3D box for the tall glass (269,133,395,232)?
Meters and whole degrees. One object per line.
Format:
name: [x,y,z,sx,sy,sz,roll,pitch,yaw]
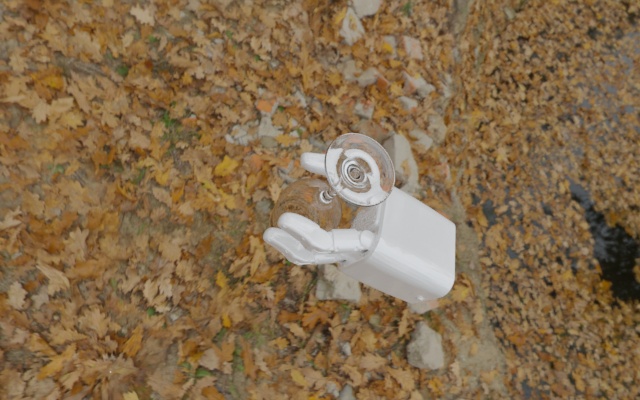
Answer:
tall glass: [0.000,0.001,0.533,0.079,0.079,0.201,0,-18,-24]
